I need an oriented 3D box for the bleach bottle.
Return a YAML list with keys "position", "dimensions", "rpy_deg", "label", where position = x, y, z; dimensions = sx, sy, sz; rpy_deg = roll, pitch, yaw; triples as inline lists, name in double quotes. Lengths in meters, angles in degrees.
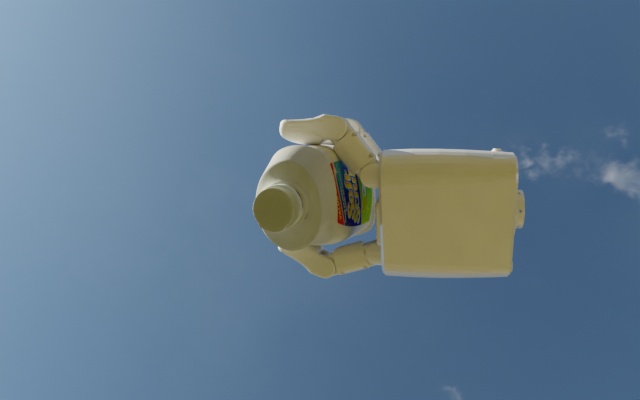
- position: [0.000, 0.001, 0.428]
  dimensions: [0.068, 0.102, 0.251]
  rpy_deg: [0, 6, 14]
  label: "bleach bottle"
